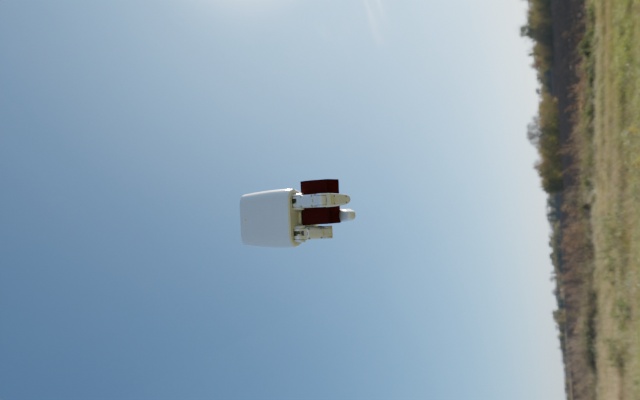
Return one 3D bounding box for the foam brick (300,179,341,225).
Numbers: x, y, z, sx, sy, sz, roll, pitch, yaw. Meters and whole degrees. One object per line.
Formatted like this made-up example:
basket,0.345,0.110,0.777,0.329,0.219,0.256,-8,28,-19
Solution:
foam brick,0.000,0.002,0.823,0.051,0.078,0.053,-3,-2,27
